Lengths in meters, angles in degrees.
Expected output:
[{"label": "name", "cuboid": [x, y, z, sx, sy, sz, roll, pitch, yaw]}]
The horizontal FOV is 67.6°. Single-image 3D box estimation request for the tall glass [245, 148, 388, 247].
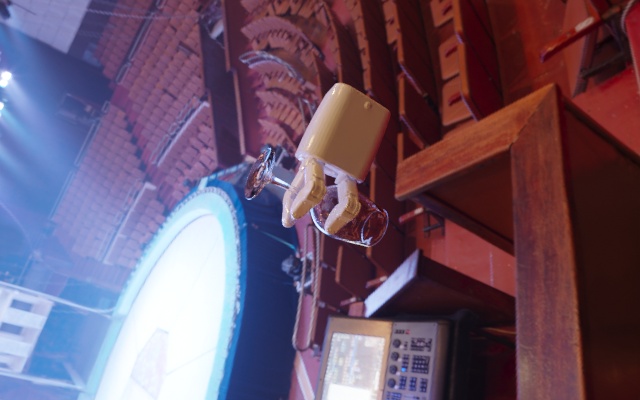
[{"label": "tall glass", "cuboid": [-0.001, 0.002, 0.669, 0.201, 0.079, 0.079, 26, -12, -26]}]
